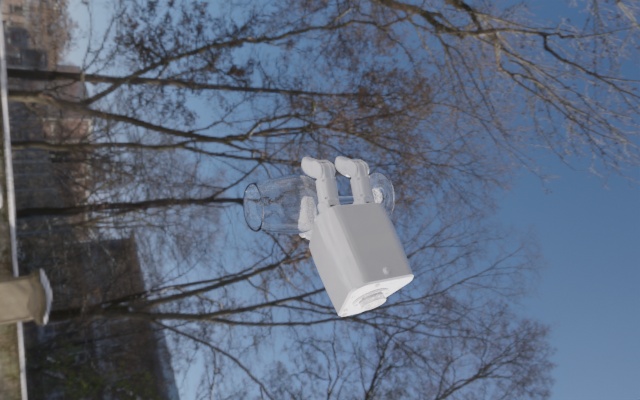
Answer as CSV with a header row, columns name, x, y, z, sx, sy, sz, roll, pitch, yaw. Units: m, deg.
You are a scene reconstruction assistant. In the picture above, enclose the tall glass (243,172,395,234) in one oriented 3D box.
name,x,y,z,sx,sy,sz,roll,pitch,yaw
tall glass,0.001,0.002,0.646,0.201,0.079,0.079,-4,2,-31
